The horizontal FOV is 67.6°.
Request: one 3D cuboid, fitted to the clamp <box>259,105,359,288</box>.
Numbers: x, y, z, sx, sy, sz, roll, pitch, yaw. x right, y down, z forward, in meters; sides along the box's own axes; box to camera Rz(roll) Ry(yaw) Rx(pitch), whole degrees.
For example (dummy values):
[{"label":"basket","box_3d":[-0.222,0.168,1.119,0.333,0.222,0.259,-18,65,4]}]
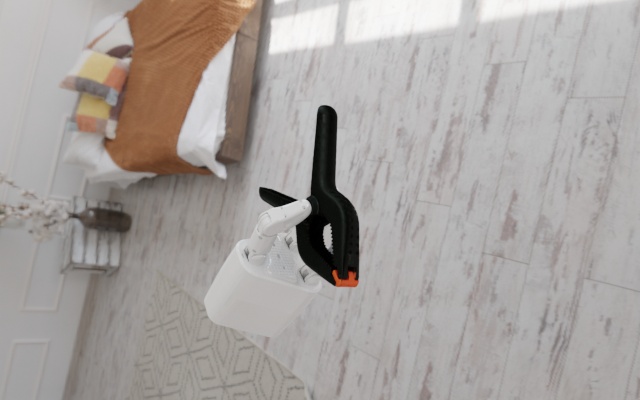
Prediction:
[{"label":"clamp","box_3d":[0.000,0.002,0.553,0.036,0.165,0.209,8,39,-38]}]
